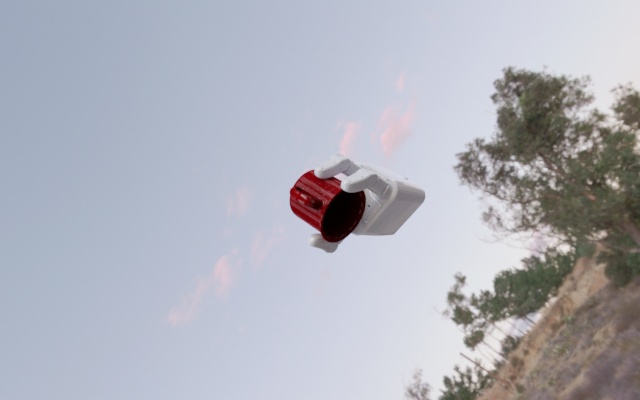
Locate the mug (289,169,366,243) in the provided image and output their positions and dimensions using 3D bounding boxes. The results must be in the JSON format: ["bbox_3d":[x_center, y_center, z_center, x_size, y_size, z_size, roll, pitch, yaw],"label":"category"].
[{"bbox_3d":[-0.001,0.002,0.707,0.081,0.093,0.117,32,13,38],"label":"mug"}]
